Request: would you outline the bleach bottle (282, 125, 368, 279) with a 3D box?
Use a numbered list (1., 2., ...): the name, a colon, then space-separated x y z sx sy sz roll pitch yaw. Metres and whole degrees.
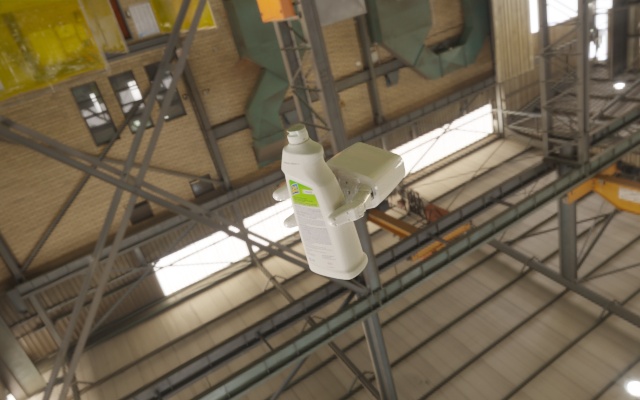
1. bleach bottle: 0.000 0.003 0.761 0.102 0.251 0.068 5 32 38
